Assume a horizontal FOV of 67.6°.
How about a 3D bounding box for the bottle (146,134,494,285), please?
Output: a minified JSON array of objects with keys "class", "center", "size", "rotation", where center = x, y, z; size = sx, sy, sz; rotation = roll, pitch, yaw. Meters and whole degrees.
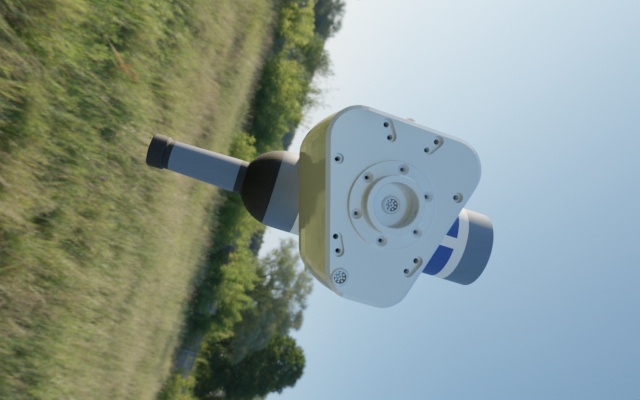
[{"class":"bottle","center":[0.000,0.001,0.414],"size":[0.296,0.069,0.069],"rotation":[17,-3,-8]}]
